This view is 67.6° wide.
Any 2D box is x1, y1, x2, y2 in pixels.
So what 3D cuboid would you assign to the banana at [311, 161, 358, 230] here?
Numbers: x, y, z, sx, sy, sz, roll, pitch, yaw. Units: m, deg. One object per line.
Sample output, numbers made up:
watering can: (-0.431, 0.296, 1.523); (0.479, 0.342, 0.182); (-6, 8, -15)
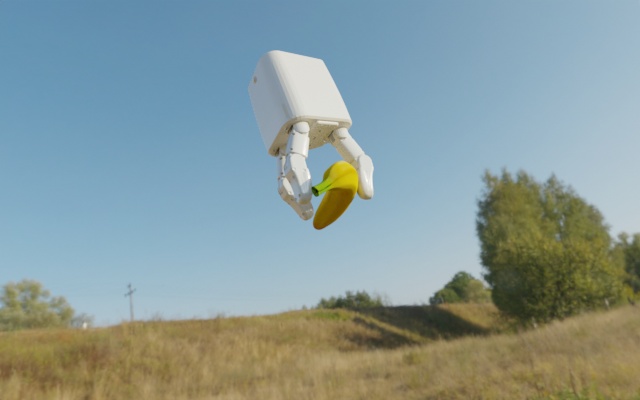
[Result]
banana: (0.016, -0.008, 0.613); (0.069, 0.037, 0.198); (-30, -15, -8)
